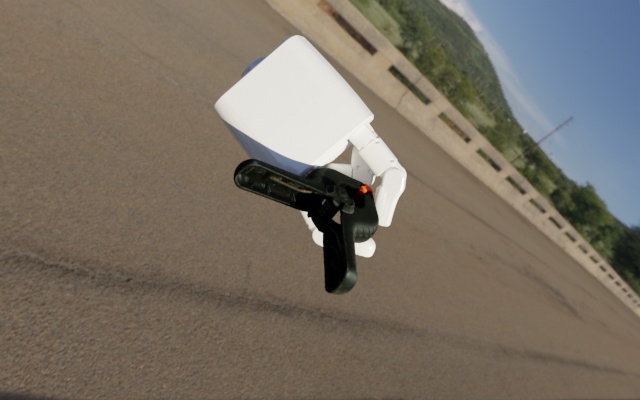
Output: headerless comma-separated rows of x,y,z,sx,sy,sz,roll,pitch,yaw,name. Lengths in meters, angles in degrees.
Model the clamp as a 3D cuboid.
0.001,0.001,0.402,0.039,0.120,0.171,-39,1,20,clamp
